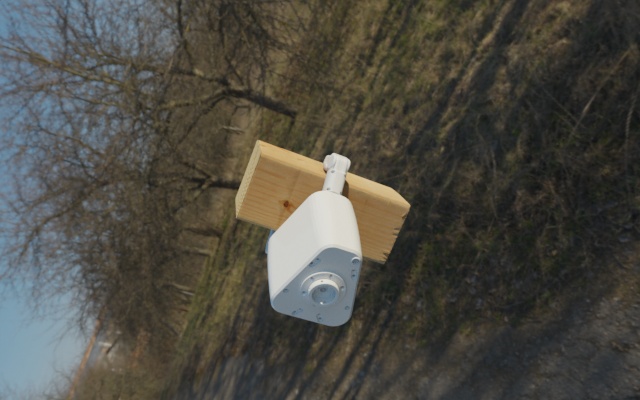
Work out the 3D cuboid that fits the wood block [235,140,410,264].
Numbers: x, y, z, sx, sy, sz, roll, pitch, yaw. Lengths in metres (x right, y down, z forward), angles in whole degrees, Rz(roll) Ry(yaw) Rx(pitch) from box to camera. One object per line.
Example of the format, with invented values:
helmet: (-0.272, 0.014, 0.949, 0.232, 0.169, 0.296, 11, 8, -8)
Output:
wood block: (0.000, 0.002, 0.639, 0.206, 0.091, 0.090, 19, 13, -16)
